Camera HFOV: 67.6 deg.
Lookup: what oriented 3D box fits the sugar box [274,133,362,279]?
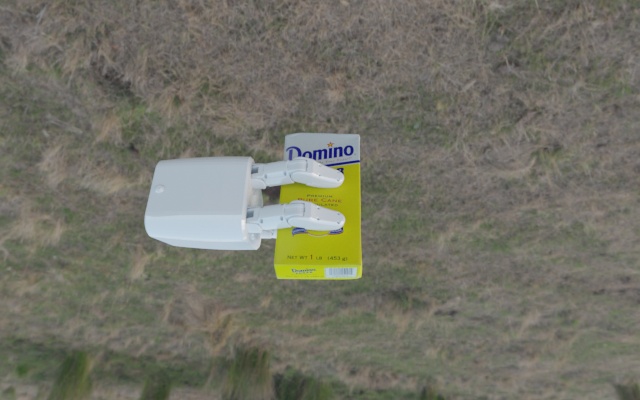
[{"bbox_3d":[0.000,0.002,0.548,0.093,0.176,0.048,1,-29,1],"label":"sugar box"}]
